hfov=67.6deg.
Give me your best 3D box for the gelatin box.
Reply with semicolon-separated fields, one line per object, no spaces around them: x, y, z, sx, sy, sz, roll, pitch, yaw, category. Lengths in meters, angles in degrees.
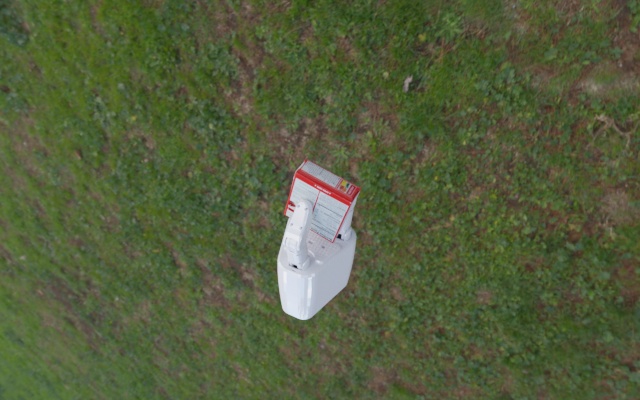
0.000;0.002;0.571;0.073;0.030;0.089;29;-38;7;gelatin box
